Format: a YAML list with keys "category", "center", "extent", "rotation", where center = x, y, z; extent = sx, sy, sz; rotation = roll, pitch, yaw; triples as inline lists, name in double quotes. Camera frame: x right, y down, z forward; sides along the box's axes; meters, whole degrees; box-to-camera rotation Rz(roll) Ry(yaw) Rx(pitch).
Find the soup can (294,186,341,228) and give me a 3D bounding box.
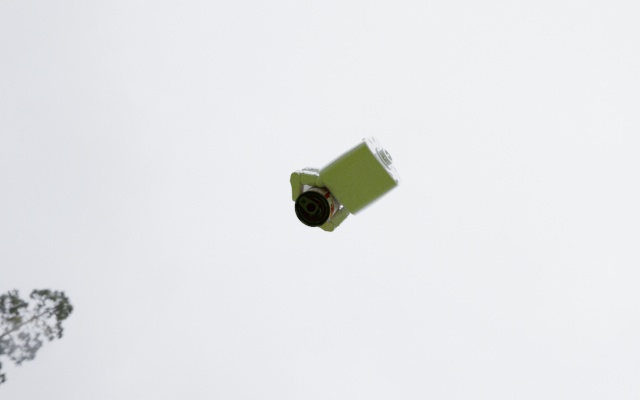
- category: "soup can"
  center: [0.000, 0.003, 0.889]
  extent: [0.068, 0.068, 0.102]
  rotation: [0, 14, 18]
